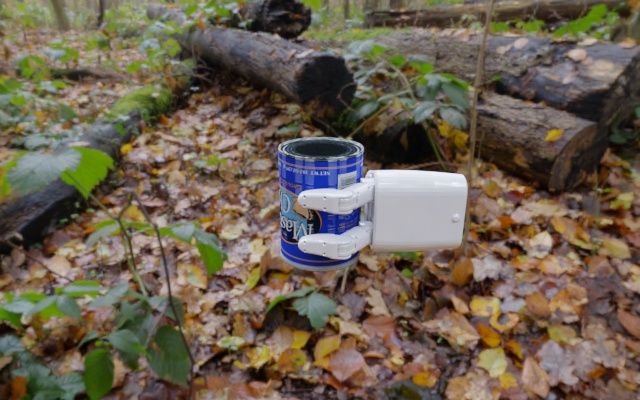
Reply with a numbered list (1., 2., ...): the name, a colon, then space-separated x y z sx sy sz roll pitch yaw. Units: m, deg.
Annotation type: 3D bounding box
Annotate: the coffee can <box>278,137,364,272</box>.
1. coffee can: 0.000 0.002 0.589 0.103 0.140 0.102 0 21 0
